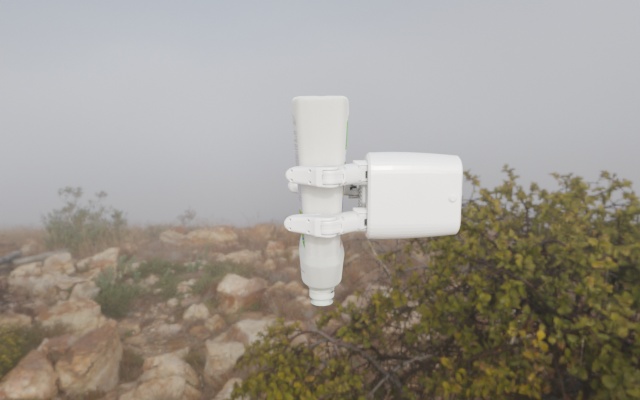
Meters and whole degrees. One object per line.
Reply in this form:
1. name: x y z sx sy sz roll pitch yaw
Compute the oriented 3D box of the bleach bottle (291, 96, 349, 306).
1. bleach bottle: 0.000 0.002 0.584 0.068 0.251 0.102 -1 10 -2
